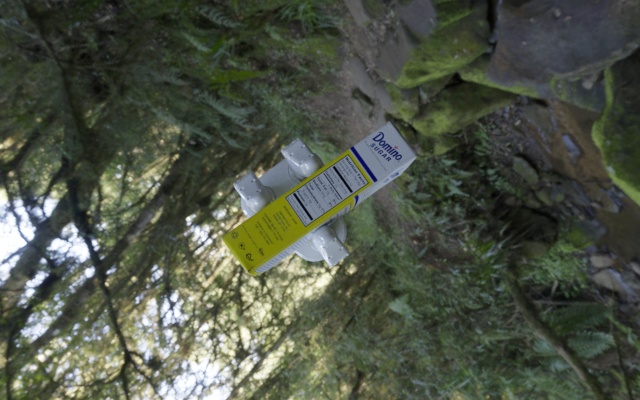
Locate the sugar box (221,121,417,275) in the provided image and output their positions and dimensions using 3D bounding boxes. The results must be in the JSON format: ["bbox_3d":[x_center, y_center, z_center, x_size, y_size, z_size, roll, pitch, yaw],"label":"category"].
[{"bbox_3d":[0.000,0.001,0.443,0.176,0.048,0.093,-37,-6,-4],"label":"sugar box"}]
